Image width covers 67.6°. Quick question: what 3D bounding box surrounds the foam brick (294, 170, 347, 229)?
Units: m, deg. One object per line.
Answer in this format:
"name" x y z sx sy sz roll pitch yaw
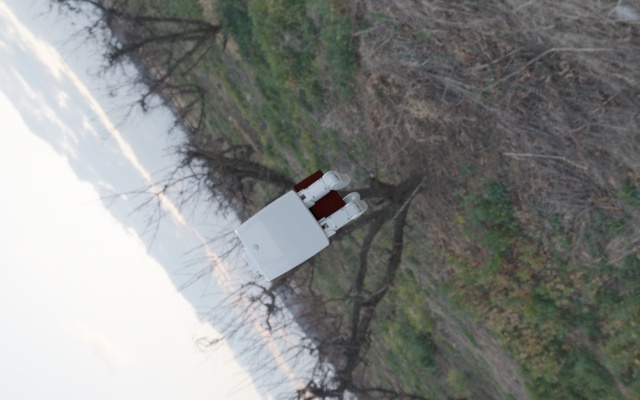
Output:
"foam brick" 0.000 0.002 0.746 0.051 0.078 0.053 -33 -19 -11
